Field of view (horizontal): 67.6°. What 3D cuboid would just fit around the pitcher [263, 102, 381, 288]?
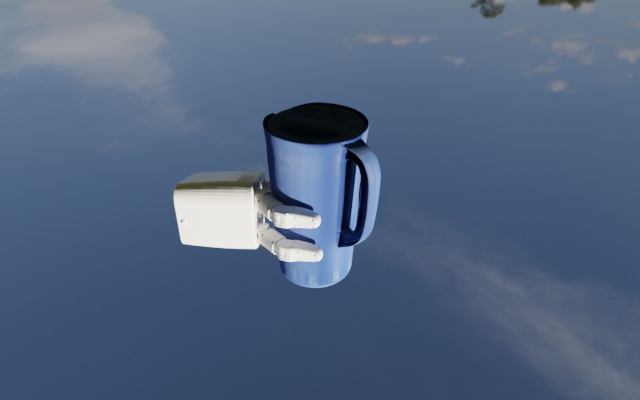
[{"bbox_3d":[0.000,0.002,0.649,0.145,0.243,0.149,1,32,2],"label":"pitcher"}]
